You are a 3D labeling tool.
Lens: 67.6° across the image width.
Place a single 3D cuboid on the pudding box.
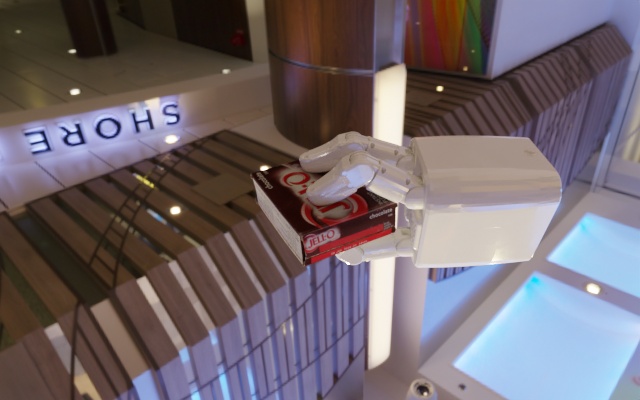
[{"bbox_3d":[0.000,0.002,0.424,0.090,0.039,0.113,-18,34,-22],"label":"pudding box"}]
